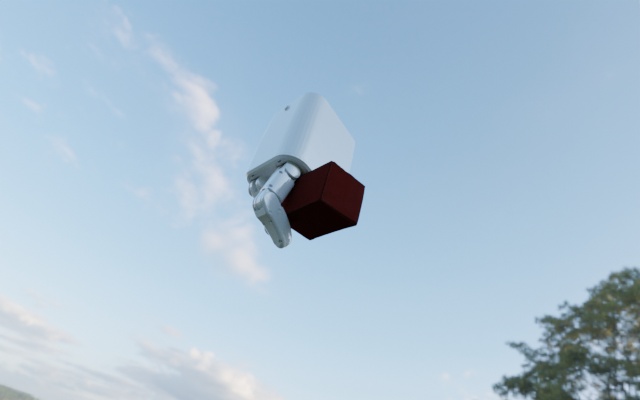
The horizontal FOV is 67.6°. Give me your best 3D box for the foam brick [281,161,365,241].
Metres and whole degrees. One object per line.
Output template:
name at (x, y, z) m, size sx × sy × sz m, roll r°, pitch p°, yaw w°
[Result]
foam brick at (0.000, 0.002, 0.508) m, size 0.053 × 0.051 × 0.078 m, roll 36°, pitch -36°, yaw -27°
